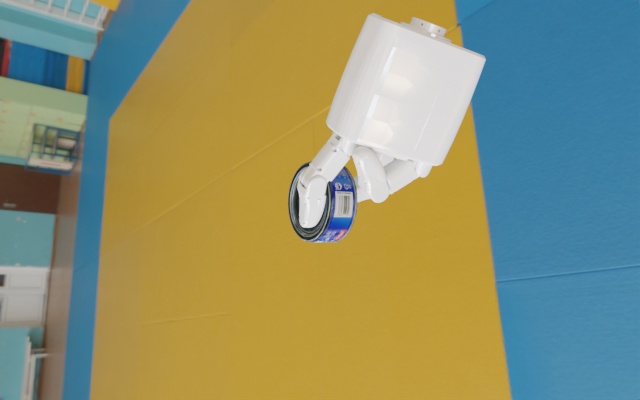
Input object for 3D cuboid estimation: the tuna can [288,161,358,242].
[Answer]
[{"bbox_3d":[0.000,0.002,0.503,0.034,0.086,0.086,2,-1,-34],"label":"tuna can"}]
